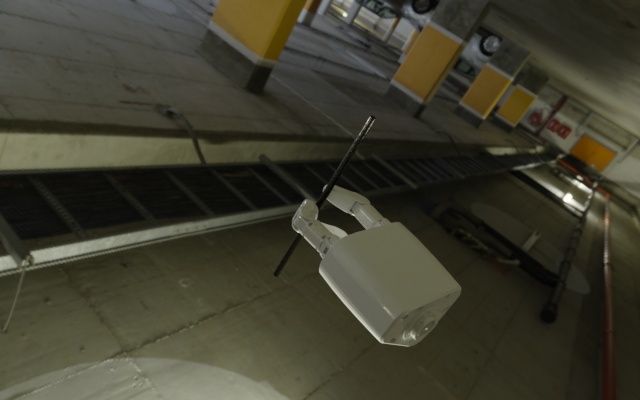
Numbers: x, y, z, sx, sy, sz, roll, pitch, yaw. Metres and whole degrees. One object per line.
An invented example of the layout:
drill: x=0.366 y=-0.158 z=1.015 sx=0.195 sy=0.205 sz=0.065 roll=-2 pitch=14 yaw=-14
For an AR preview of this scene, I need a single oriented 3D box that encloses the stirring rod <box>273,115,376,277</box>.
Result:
stirring rod: x=0.000 y=0.002 z=0.576 sx=0.011 sy=0.240 sz=0.011 roll=27 pitch=23 yaw=-12
